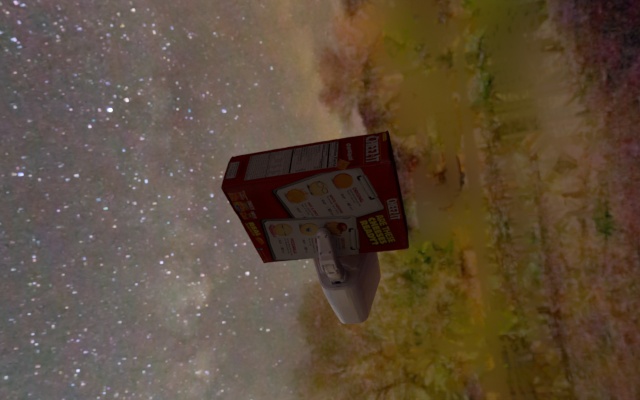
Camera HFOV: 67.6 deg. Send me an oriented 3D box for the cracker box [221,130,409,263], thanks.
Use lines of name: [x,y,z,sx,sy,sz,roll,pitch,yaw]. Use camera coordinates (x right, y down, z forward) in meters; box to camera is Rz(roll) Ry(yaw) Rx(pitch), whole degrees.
cracker box: [0.000,0.002,0.641,0.214,0.072,0.164,-8,-45,13]
